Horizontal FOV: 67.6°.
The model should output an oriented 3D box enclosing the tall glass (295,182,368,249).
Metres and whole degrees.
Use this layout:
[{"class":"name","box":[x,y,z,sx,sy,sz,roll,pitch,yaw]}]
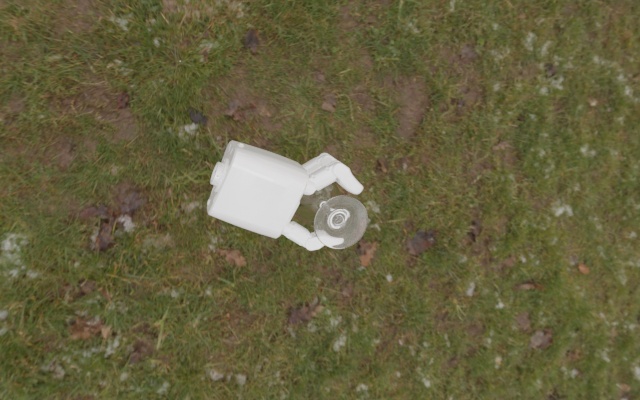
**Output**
[{"class":"tall glass","box":[0.000,0.003,0.718,0.079,0.079,0.201,0,16,-16]}]
